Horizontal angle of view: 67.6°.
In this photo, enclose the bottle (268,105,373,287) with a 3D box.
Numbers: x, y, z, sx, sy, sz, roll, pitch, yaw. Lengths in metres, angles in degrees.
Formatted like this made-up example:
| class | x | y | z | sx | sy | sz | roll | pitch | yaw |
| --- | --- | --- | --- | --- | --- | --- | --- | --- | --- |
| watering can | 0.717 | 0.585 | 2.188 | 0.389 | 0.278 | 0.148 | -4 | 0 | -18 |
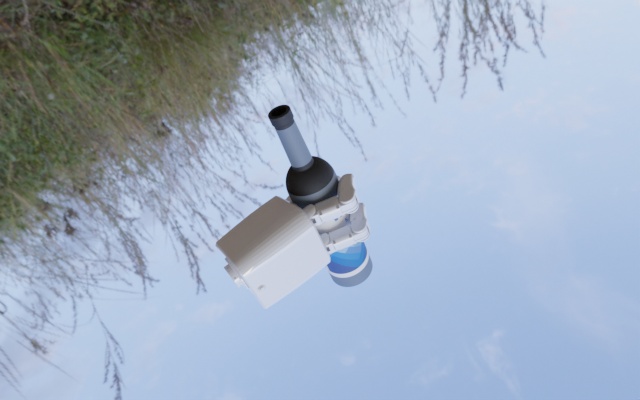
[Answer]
| class | x | y | z | sx | sy | sz | roll | pitch | yaw |
| --- | --- | --- | --- | --- | --- | --- | --- | --- | --- |
| bottle | 0.000 | 0.002 | 0.634 | 0.069 | 0.069 | 0.296 | 0 | -44 | 27 |
